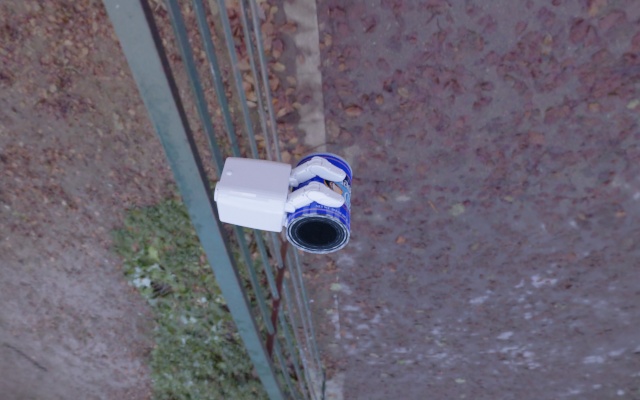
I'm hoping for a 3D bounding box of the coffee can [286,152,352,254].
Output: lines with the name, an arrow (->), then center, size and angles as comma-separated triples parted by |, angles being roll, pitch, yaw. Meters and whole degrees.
coffee can -> 0.000, 0.003, 0.802 | 0.103, 0.140, 0.103 | 3, -41, 3
